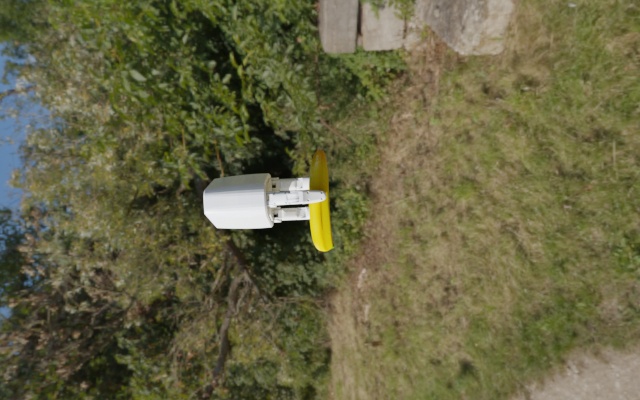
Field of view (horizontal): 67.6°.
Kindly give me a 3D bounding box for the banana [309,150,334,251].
[{"bbox_3d":[0.000,0.013,0.839,0.037,0.198,0.069,-3,24,4],"label":"banana"}]
